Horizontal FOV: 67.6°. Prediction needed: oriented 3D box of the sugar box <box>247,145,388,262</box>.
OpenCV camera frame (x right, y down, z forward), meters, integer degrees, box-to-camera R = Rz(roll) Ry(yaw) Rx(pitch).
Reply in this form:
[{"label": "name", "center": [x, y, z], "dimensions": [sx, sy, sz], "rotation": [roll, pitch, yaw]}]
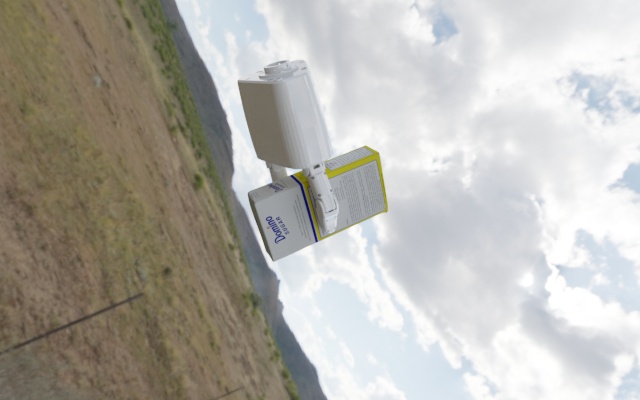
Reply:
[{"label": "sugar box", "center": [0.000, 0.002, 0.628], "dimensions": [0.176, 0.093, 0.048], "rotation": [-21, 29, -13]}]
